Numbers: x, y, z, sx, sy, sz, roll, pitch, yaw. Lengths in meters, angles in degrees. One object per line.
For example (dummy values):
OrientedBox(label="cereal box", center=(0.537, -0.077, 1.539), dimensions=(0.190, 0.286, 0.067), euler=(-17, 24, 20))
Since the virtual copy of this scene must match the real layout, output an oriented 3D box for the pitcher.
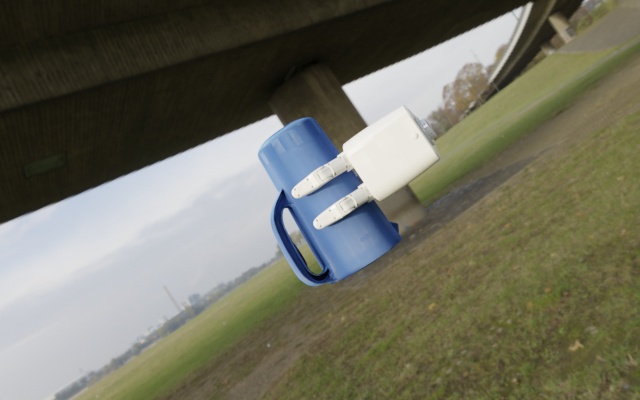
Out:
OrientedBox(label="pitcher", center=(0.000, 0.002, 0.737), dimensions=(0.145, 0.243, 0.149), euler=(-34, -3, 19))
